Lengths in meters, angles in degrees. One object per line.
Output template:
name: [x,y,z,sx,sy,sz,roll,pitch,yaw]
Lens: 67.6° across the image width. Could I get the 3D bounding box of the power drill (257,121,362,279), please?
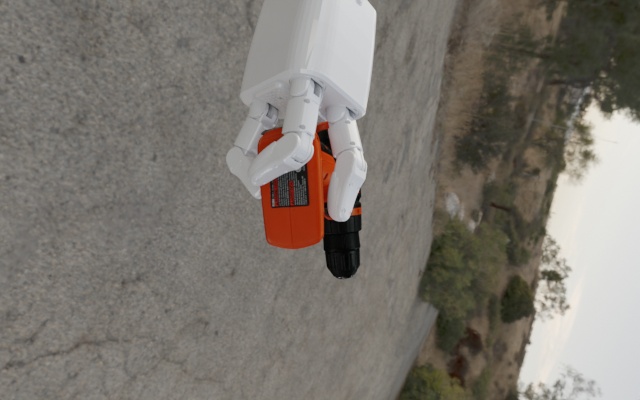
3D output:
power drill: [0.000,0.001,0.489,0.057,0.184,0.187,-6,0,15]
